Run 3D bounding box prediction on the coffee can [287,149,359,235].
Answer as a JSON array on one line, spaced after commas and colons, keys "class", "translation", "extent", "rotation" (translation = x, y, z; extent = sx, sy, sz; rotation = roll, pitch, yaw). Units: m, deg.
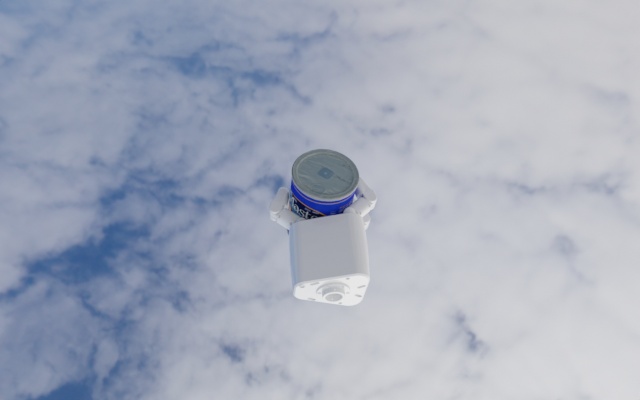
[{"class": "coffee can", "translation": [0.000, 0.002, 0.769], "extent": [0.103, 0.102, 0.140], "rotation": [0, -39, -8]}]
